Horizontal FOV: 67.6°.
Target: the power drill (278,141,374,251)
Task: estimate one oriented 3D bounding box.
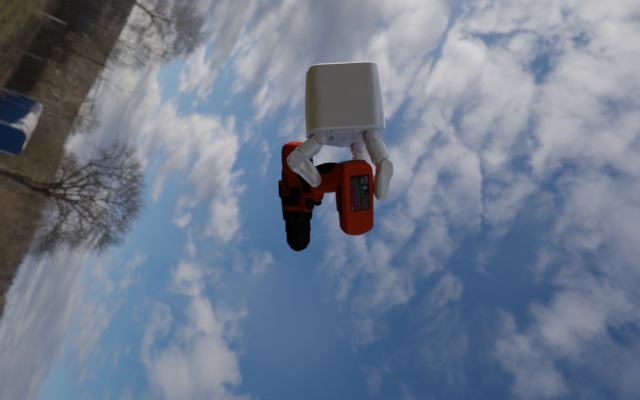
[{"bbox_3d":[0.000,0.002,0.740,0.057,0.184,0.187,-11,13,-37],"label":"power drill"}]
